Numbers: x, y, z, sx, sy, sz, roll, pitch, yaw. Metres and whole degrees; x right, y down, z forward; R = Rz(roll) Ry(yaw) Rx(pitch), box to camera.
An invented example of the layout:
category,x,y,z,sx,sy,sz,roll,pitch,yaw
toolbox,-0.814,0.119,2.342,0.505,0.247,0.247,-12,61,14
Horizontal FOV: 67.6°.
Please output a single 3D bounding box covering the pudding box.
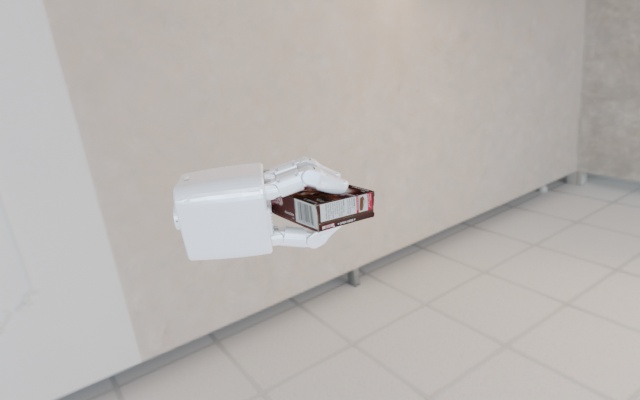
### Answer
category,x,y,z,sx,sy,sz,roll,pitch,yaw
pudding box,0.000,0.002,0.613,0.090,0.039,0.113,-14,21,-33
